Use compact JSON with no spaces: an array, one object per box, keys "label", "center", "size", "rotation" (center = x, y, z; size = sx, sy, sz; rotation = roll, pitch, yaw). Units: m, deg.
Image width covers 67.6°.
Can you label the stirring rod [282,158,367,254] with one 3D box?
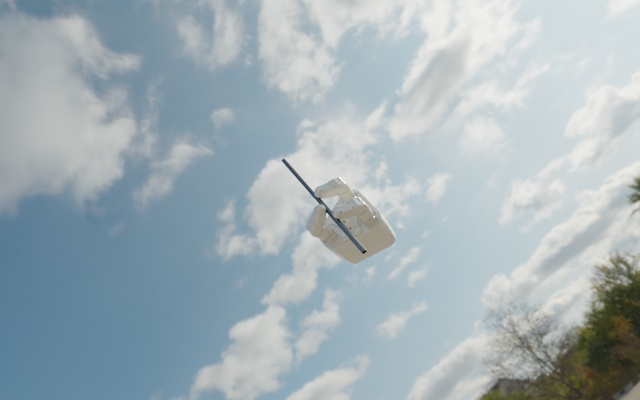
[{"label":"stirring rod","center":[0.000,0.003,0.780],"size":[0.011,0.011,0.239],"rotation":[0,38,-44]}]
